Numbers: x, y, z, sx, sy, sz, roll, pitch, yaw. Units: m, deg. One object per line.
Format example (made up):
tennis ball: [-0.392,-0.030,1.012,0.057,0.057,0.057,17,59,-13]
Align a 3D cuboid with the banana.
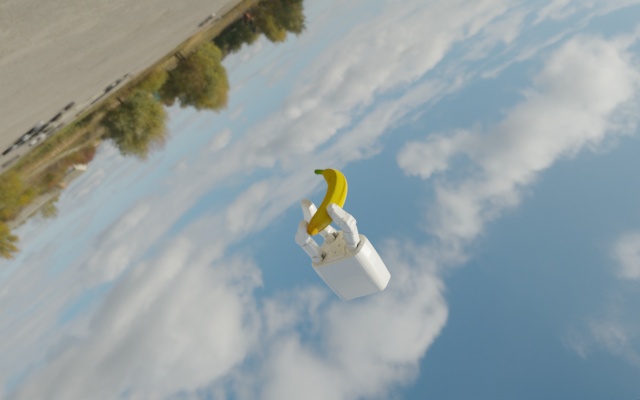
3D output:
banana: [0.016,-0.006,0.893,0.069,0.037,0.197,-24,30,21]
